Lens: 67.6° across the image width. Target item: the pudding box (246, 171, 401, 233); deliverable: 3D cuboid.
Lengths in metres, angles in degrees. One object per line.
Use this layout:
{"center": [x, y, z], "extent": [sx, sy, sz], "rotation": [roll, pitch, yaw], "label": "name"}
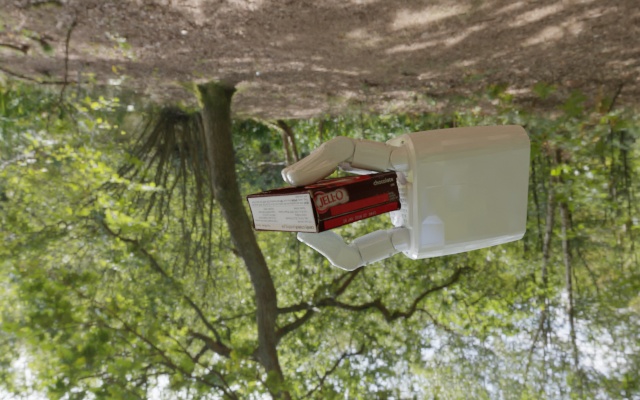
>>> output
{"center": [0.000, 0.002, 0.420], "extent": [0.090, 0.039, 0.113], "rotation": [-13, 3, -34], "label": "pudding box"}
